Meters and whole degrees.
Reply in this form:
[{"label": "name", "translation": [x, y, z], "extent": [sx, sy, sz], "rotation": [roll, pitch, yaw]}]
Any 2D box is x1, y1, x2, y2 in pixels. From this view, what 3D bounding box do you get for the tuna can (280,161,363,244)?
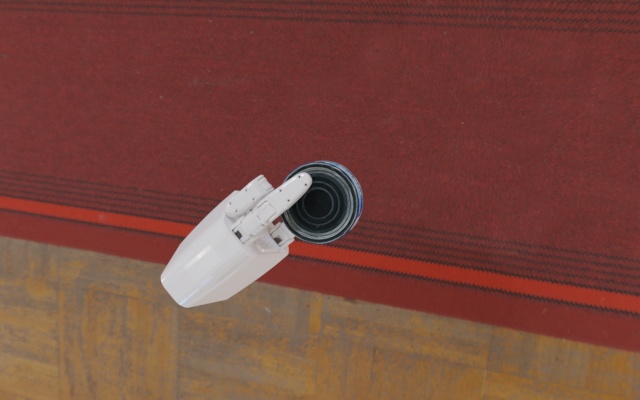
[{"label": "tuna can", "translation": [0.000, 0.002, 0.496], "extent": [0.086, 0.086, 0.034], "rotation": [0, 6, 12]}]
